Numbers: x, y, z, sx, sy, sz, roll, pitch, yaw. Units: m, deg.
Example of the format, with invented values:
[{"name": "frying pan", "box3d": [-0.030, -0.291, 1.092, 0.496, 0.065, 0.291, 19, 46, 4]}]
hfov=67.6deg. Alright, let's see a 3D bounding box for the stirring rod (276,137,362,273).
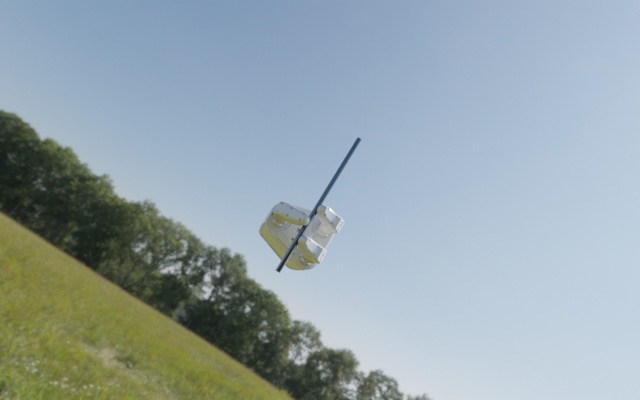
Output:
[{"name": "stirring rod", "box3d": [0.000, 0.002, 0.708, 0.011, 0.239, 0.011, 29, -17, 10]}]
